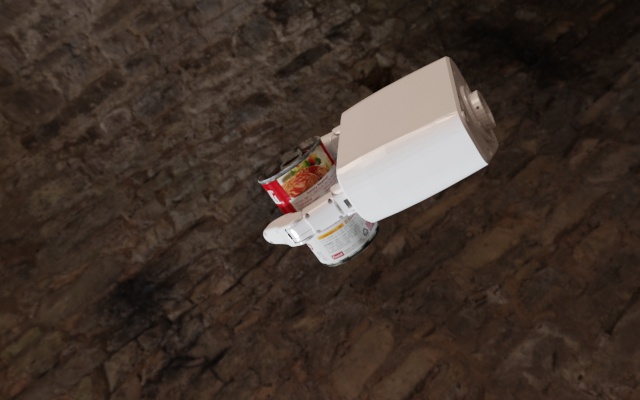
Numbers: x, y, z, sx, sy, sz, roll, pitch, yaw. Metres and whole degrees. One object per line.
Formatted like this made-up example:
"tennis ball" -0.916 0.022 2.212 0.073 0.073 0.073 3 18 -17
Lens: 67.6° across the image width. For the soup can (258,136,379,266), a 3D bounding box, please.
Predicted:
"soup can" 0.000 0.002 0.441 0.068 0.102 0.068 -33 16 11
